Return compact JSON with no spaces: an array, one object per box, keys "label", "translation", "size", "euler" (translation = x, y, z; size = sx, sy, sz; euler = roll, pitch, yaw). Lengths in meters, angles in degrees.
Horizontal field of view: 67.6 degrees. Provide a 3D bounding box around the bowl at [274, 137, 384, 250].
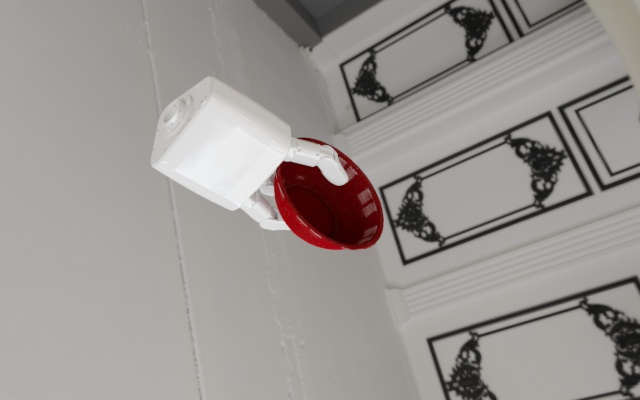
[{"label":"bowl","translation":[0.001,0.003,0.588],"size":[0.162,0.162,0.055],"euler":[0,-33,-43]}]
